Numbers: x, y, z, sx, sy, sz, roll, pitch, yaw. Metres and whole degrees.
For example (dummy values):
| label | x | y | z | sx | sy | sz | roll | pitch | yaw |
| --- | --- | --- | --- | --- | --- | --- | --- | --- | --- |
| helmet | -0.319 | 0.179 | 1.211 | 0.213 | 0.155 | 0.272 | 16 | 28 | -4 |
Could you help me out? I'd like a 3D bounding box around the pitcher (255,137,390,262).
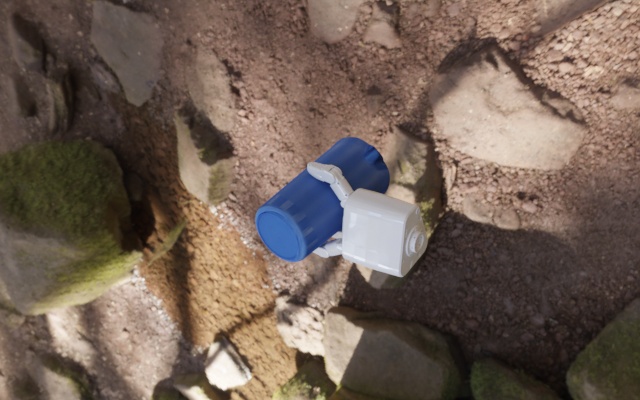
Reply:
| label | x | y | z | sx | sy | sz | roll | pitch | yaw |
| --- | --- | --- | --- | --- | --- | --- | --- | --- | --- |
| pitcher | 0.000 | 0.003 | 0.834 | 0.145 | 0.149 | 0.242 | 17 | 40 | 34 |
